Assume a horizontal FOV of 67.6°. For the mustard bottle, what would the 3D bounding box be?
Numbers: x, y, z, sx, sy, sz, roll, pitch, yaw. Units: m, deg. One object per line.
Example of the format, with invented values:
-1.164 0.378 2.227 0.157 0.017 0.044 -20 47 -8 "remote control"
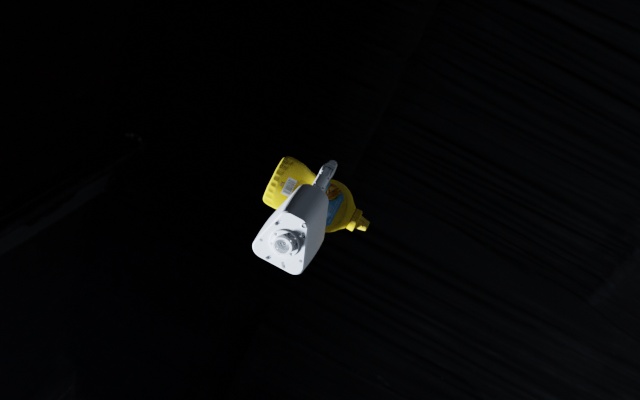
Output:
0.000 0.003 0.864 0.191 0.096 0.058 28 5 3 "mustard bottle"
